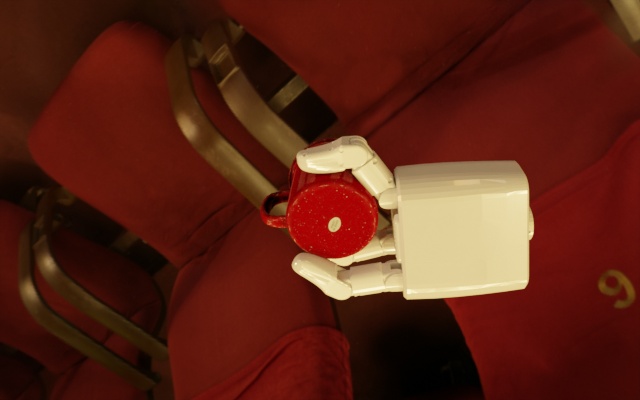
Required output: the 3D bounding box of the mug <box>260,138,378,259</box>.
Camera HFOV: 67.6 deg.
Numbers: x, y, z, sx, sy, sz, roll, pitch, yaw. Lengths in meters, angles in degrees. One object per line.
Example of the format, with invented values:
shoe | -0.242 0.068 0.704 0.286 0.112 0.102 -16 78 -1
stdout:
mug | -0.001 0.002 0.447 0.117 0.093 0.081 -6 29 7
